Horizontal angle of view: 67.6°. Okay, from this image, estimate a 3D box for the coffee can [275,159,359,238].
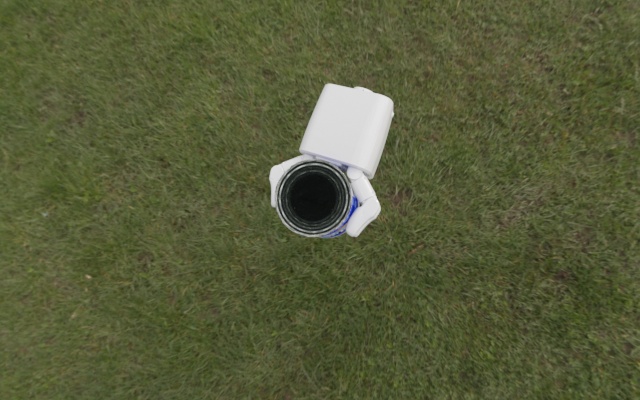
[{"bbox_3d":[0.000,0.002,0.686,0.103,0.103,0.140,0,-5,8],"label":"coffee can"}]
